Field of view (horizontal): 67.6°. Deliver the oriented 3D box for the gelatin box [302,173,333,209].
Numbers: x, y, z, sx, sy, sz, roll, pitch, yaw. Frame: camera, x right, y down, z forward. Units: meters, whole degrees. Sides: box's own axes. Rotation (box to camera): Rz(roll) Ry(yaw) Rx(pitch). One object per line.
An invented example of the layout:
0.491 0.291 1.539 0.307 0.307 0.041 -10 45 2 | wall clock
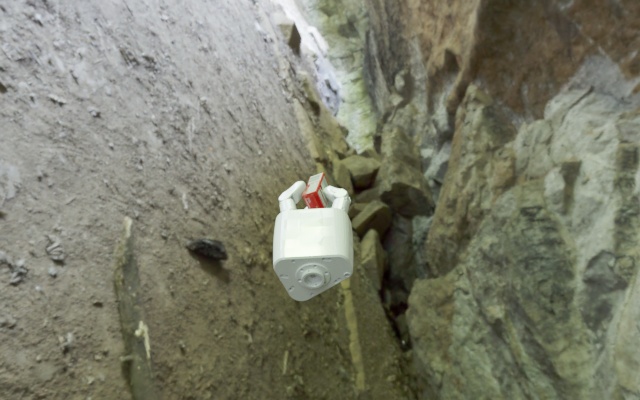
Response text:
0.001 0.002 0.829 0.030 0.073 0.089 -17 21 16 | gelatin box
